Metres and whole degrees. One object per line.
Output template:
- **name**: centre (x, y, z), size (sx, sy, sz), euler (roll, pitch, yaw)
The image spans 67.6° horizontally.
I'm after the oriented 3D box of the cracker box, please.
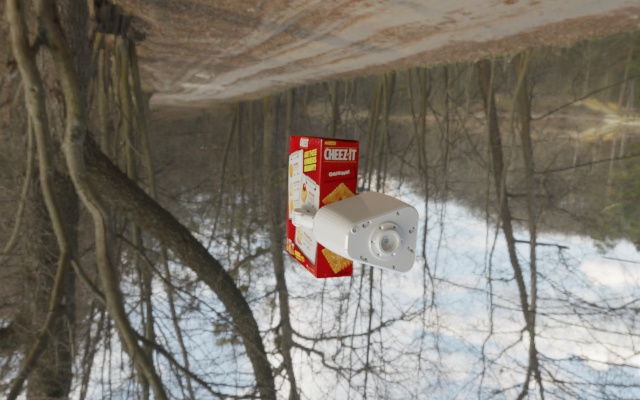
- **cracker box**: centre (0.000, 0.003, 0.793), size (0.072, 0.214, 0.164), euler (0, 9, -21)
